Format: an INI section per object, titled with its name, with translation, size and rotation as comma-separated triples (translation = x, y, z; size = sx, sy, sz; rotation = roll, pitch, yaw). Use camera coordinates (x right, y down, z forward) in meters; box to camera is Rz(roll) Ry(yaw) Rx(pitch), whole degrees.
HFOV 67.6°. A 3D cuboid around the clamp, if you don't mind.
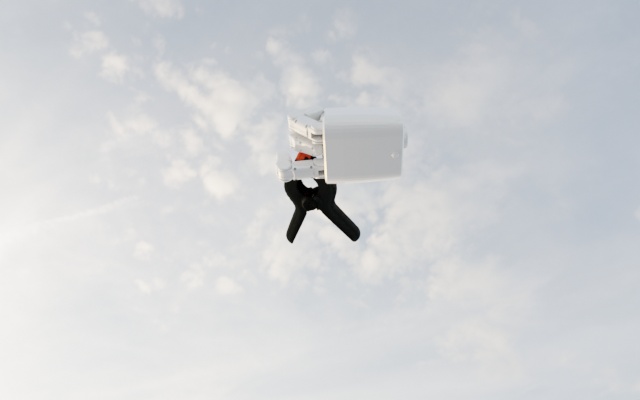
[clamp]
translation = 0.000, 0.002, 0.721
size = 0.120, 0.172, 0.039
rotation = 0, 39, 5
